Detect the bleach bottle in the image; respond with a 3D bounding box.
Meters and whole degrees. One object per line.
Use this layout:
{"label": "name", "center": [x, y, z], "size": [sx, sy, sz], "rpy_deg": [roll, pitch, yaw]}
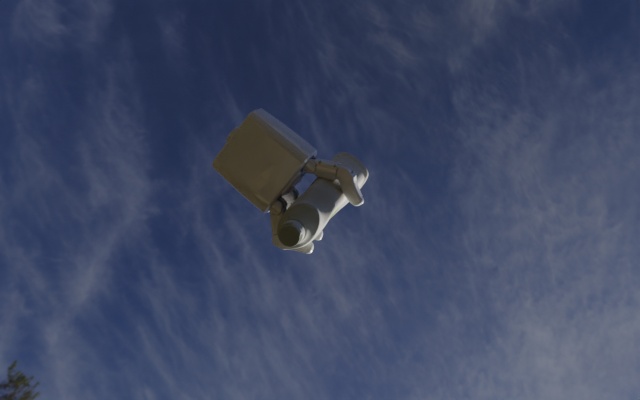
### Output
{"label": "bleach bottle", "center": [0.000, 0.002, 0.694], "size": [0.068, 0.102, 0.250], "rpy_deg": [39, 23, 2]}
